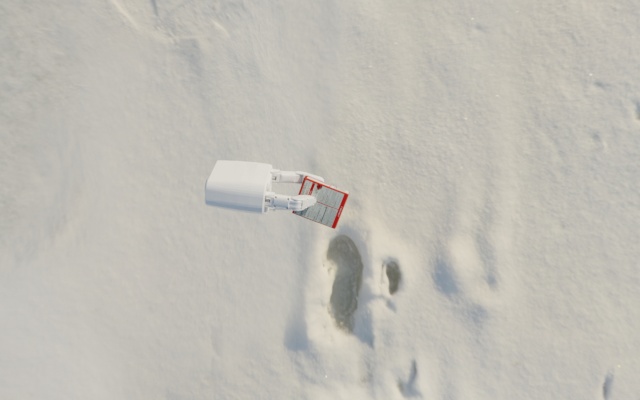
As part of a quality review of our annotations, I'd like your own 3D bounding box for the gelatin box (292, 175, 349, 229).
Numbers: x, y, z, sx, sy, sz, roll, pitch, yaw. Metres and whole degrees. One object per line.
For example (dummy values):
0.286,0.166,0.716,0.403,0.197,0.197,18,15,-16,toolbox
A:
0.000,0.003,0.895,0.089,0.073,0.030,21,14,1,gelatin box
